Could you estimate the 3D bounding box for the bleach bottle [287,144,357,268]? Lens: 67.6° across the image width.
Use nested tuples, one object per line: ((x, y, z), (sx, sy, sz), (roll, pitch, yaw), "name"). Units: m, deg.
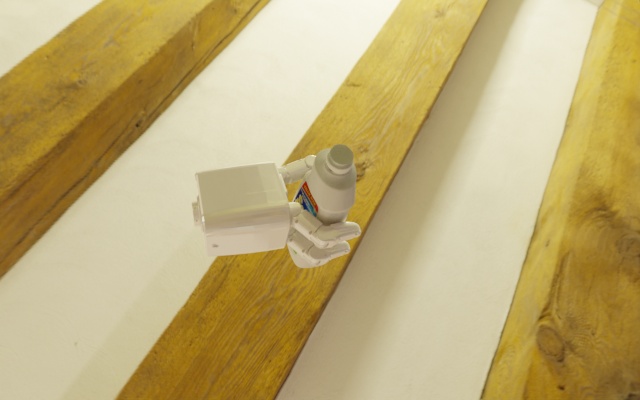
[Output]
((0.000, 0.002, 0.650), (0.068, 0.102, 0.251), (-8, -28, -16), "bleach bottle")
